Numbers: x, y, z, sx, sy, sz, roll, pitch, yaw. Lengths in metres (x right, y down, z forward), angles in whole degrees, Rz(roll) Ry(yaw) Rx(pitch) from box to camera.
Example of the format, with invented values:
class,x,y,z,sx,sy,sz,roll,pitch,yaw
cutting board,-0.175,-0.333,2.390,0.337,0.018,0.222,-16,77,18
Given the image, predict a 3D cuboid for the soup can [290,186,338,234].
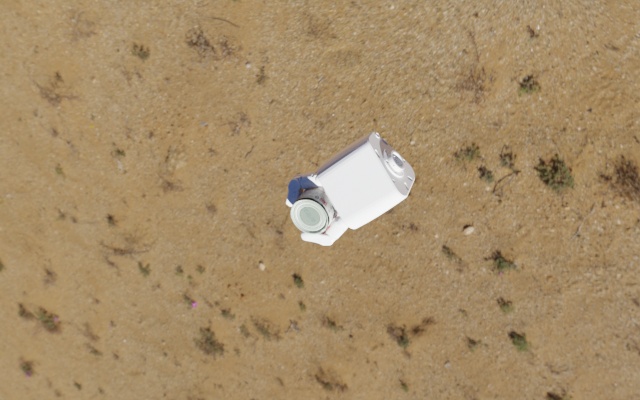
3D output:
class,x,y,z,sx,sy,sz,roll,pitch,yaw
soup can,0.000,0.003,0.795,0.068,0.068,0.102,0,28,24
